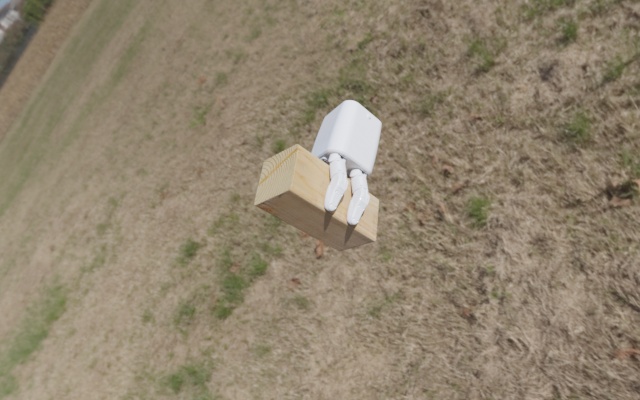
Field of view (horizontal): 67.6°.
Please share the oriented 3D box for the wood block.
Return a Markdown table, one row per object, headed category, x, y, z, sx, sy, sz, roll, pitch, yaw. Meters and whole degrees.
| category | x | y | z | sx | sy | sz | roll | pitch | yaw |
| --- | --- | --- | --- | --- | --- | --- | --- | --- | --- |
| wood block | 0.000 | 0.002 | 0.822 | 0.091 | 0.090 | 0.206 | -21 | -40 | 41 |
